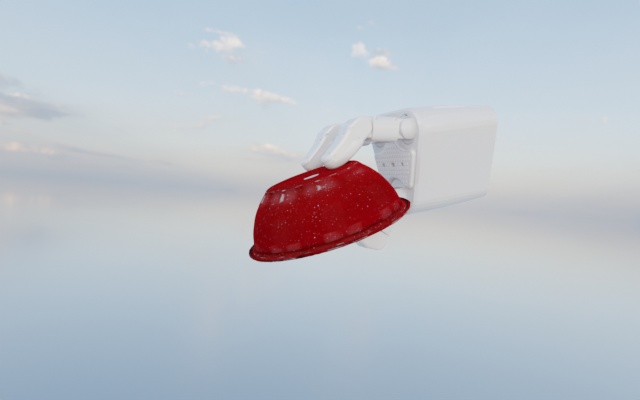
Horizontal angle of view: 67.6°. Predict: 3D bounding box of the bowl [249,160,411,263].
[{"bbox_3d":[-0.001,0.002,0.454,0.162,0.055,0.162,-18,10,3],"label":"bowl"}]
